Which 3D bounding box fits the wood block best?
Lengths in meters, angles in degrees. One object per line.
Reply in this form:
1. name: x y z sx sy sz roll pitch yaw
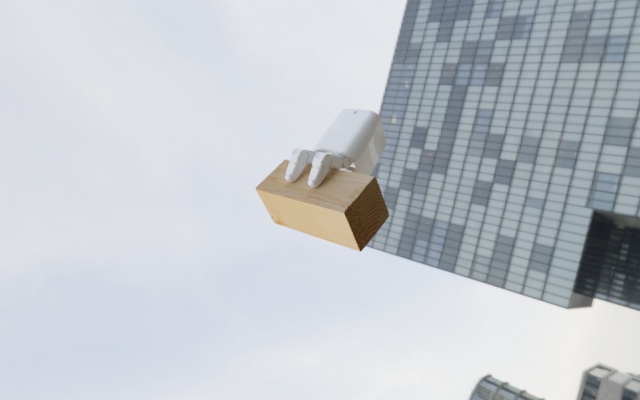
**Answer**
1. wood block: 0.000 0.003 0.816 0.206 0.091 0.090 15 52 42
